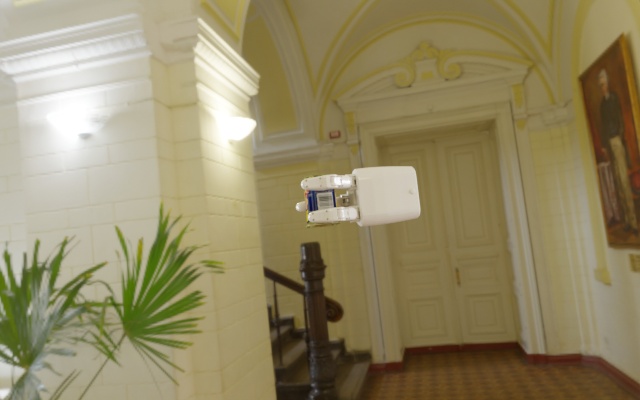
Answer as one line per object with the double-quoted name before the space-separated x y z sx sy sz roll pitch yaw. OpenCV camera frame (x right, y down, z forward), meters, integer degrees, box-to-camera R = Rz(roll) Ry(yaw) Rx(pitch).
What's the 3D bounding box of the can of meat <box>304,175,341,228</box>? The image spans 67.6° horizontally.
"can of meat" 0.000 0.002 0.838 0.057 0.084 0.102 -5 -5 -4
